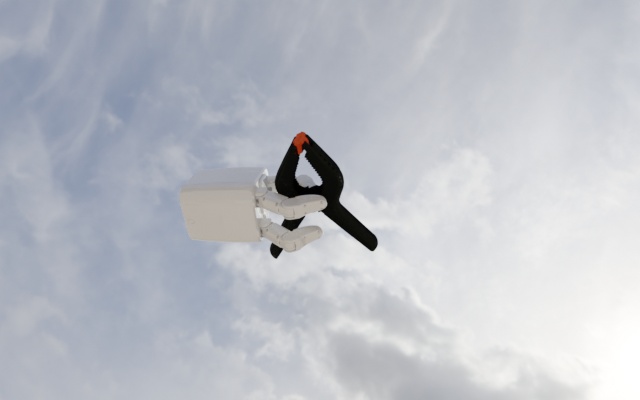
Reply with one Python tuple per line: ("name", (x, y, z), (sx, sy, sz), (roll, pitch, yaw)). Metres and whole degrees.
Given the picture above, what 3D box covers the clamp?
("clamp", (0.000, 0.001, 0.673), (0.164, 0.210, 0.036), (-1, 37, 4))
